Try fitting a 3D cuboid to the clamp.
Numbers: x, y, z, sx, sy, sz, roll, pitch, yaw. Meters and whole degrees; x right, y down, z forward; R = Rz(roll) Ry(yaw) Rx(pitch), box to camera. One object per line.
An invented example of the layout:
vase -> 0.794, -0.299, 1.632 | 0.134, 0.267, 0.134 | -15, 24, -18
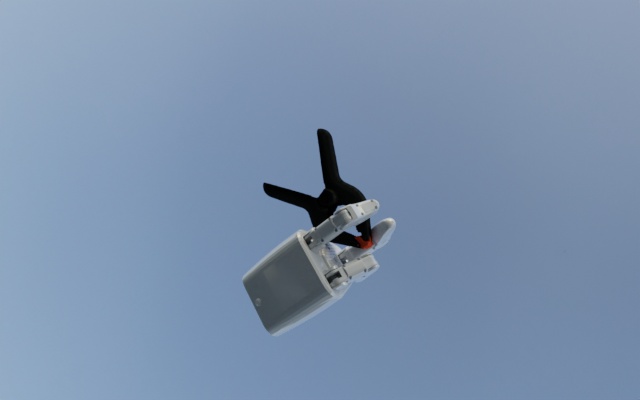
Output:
clamp -> 0.001, 0.002, 0.634 | 0.120, 0.171, 0.039 | -37, -20, 19
